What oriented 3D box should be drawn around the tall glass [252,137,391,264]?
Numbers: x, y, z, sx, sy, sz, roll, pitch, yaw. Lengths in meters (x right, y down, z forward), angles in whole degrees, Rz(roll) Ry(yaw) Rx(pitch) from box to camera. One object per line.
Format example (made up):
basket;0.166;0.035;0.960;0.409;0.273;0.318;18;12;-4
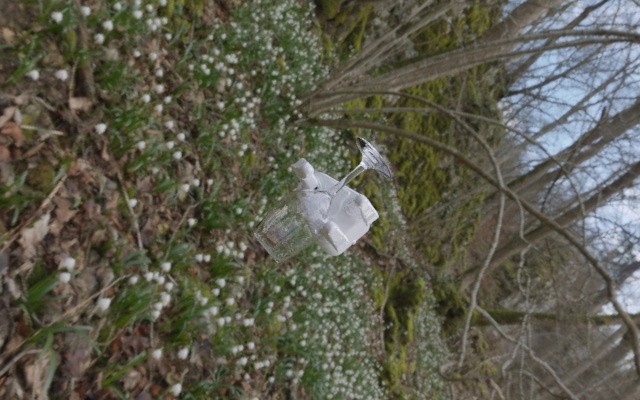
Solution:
tall glass;0.001;0.002;0.673;0.201;0.079;0.079;-40;4;-5
